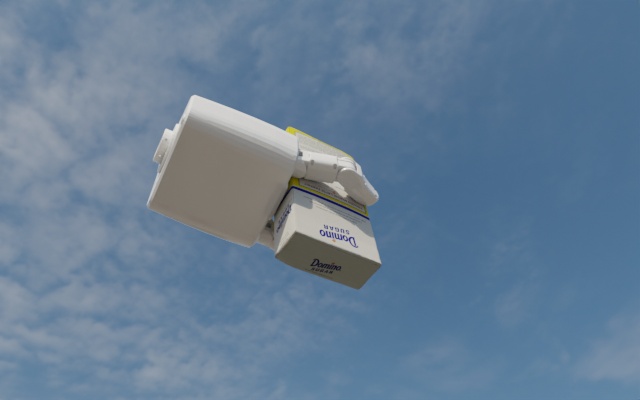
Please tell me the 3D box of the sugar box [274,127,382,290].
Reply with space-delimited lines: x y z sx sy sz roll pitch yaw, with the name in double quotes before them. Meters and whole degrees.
"sugar box" 0.000 0.002 0.488 0.093 0.048 0.176 23 35 -22
